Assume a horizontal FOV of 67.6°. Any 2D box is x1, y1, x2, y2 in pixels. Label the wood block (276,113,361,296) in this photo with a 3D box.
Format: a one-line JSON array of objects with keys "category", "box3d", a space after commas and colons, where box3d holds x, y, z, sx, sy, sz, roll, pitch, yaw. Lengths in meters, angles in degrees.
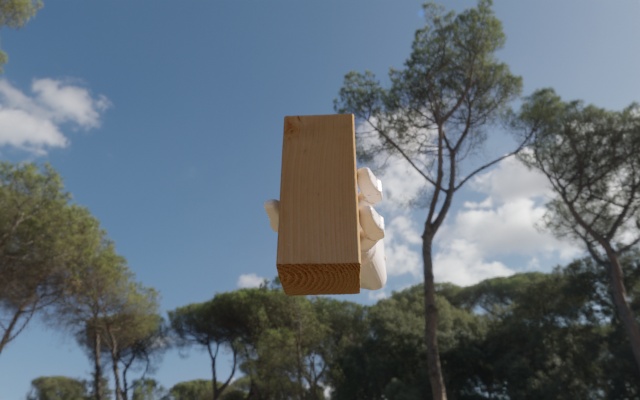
[{"category": "wood block", "box3d": [0.000, 0.002, 0.583, 0.091, 0.206, 0.090, -2, -33, 3]}]
